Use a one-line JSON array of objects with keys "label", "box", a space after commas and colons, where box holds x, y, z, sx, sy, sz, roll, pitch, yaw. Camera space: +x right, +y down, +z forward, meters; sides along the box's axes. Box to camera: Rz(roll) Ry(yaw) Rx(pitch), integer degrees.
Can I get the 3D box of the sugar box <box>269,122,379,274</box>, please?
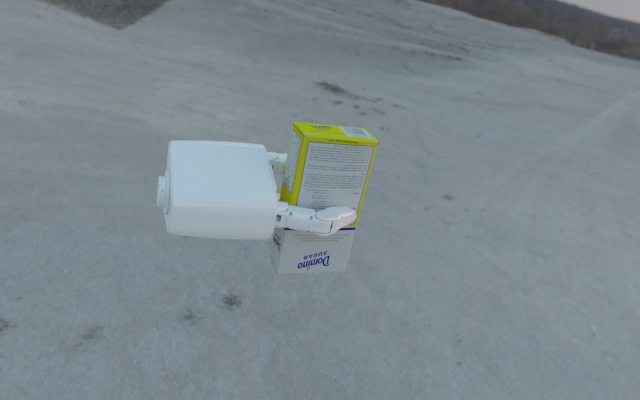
[{"label": "sugar box", "box": [0.000, 0.001, 0.557, 0.093, 0.176, 0.048, 2, 29, -23]}]
